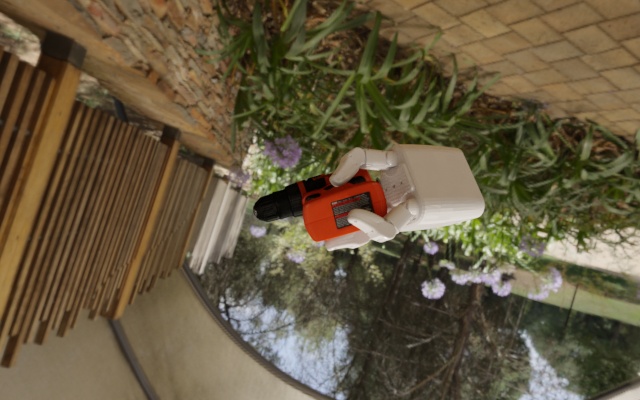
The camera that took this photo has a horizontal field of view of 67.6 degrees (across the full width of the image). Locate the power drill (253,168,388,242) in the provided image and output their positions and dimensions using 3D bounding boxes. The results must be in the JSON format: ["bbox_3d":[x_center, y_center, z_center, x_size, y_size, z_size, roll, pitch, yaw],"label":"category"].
[{"bbox_3d":[0.000,0.002,0.656,0.184,0.057,0.187,-18,14,-7],"label":"power drill"}]
